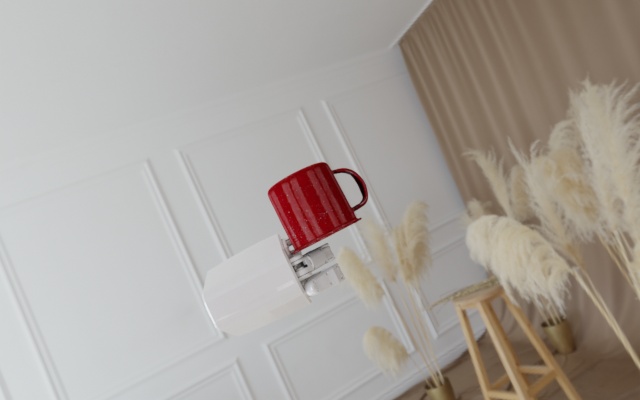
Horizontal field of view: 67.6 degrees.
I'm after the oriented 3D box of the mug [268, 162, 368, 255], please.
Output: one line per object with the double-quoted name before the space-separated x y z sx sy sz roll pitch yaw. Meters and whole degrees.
"mug" 0.001 0.001 0.567 0.117 0.081 0.093 -27 -4 -6
